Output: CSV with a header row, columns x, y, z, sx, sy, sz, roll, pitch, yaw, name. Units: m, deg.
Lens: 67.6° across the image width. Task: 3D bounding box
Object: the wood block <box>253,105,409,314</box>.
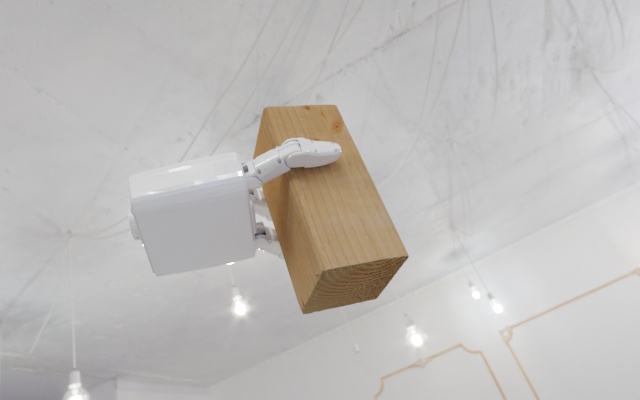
x,y,z,sx,sy,sz,roll,pitch,yaw,name
0.000,0.001,0.510,0.090,0.206,0.091,-7,-35,-23,wood block
